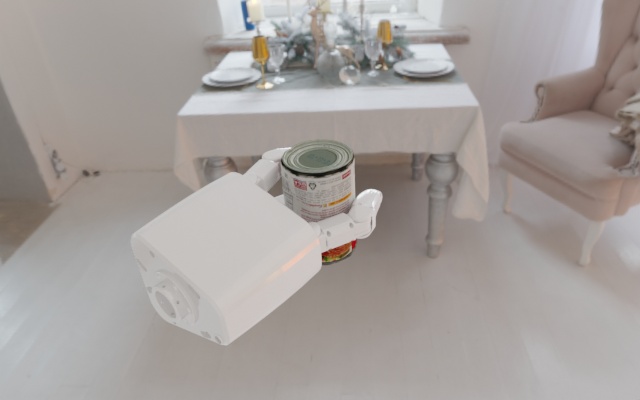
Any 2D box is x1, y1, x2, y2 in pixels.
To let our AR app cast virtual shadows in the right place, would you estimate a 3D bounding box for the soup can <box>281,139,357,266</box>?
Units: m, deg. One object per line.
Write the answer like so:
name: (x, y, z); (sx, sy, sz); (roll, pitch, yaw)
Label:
soup can: (0.000, 0.001, 0.456); (0.068, 0.102, 0.068); (-3, 33, 2)
